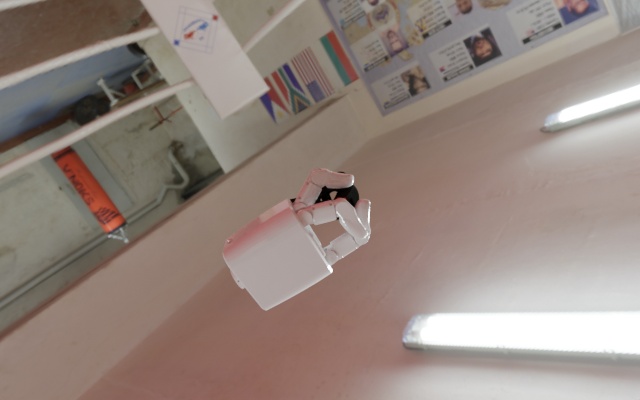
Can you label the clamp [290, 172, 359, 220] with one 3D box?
[{"bbox_3d":[0.001,0.003,0.702,0.120,0.039,0.171,-32,13,0],"label":"clamp"}]
